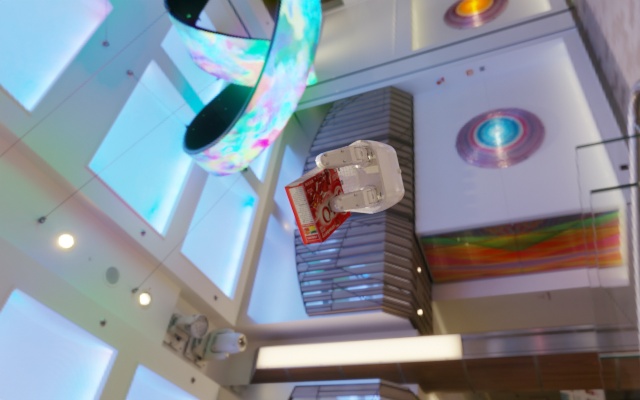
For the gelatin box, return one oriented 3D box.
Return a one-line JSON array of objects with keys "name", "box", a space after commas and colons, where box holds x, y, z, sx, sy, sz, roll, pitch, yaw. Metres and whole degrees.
[{"name": "gelatin box", "box": [0.000, 0.002, 0.571, 0.030, 0.073, 0.089, -11, 14, 30]}]
